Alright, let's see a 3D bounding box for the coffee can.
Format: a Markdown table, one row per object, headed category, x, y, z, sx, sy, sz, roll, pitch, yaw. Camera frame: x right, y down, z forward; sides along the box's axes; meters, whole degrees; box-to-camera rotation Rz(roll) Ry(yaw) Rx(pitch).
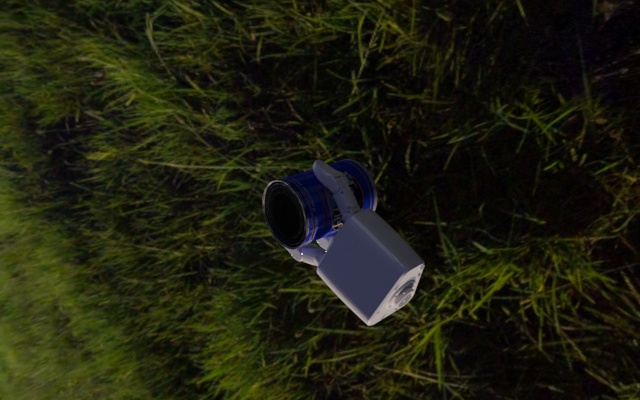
| category | x | y | z | sx | sy | sz | roll | pitch | yaw |
| --- | --- | --- | --- | --- | --- | --- | --- | --- | --- |
| coffee can | 0.000 | 0.002 | 0.710 | 0.140 | 0.103 | 0.103 | -19 | 12 | -38 |
